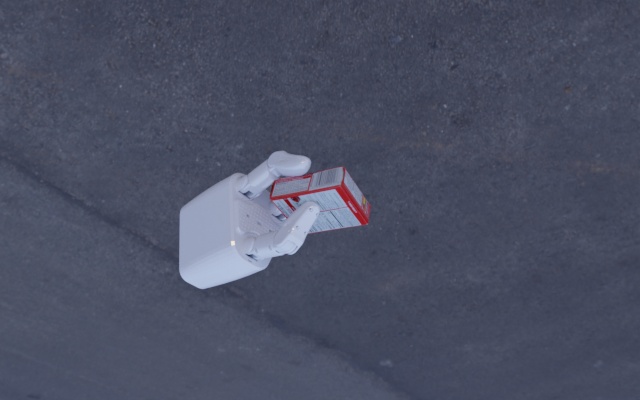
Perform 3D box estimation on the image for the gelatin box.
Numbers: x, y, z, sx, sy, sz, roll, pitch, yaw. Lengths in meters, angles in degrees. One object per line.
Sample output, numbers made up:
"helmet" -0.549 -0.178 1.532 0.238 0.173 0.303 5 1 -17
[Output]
"gelatin box" 0.000 0.002 0.523 0.089 0.030 0.073 -10 -40 27
